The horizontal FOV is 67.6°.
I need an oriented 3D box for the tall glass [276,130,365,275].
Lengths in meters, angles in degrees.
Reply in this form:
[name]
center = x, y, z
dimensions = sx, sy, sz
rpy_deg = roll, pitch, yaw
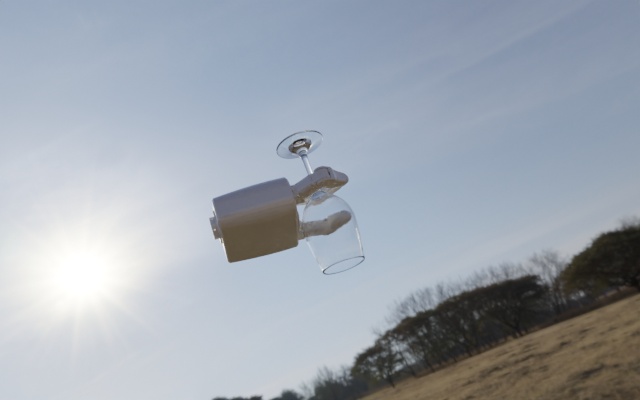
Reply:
[tall glass]
center = 0.000, 0.002, 0.687
dimensions = 0.079, 0.201, 0.079
rpy_deg = -18, -21, -7
